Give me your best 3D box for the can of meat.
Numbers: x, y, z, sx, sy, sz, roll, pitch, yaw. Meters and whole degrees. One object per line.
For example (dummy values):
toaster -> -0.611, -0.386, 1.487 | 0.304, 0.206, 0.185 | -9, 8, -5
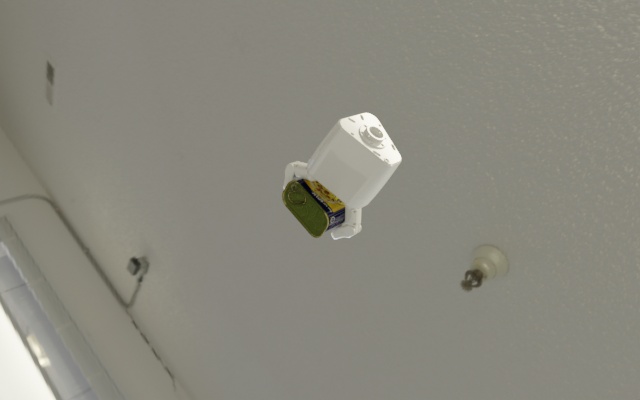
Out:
can of meat -> 0.000, 0.003, 0.809 | 0.084, 0.102, 0.057 | -24, -25, -44
